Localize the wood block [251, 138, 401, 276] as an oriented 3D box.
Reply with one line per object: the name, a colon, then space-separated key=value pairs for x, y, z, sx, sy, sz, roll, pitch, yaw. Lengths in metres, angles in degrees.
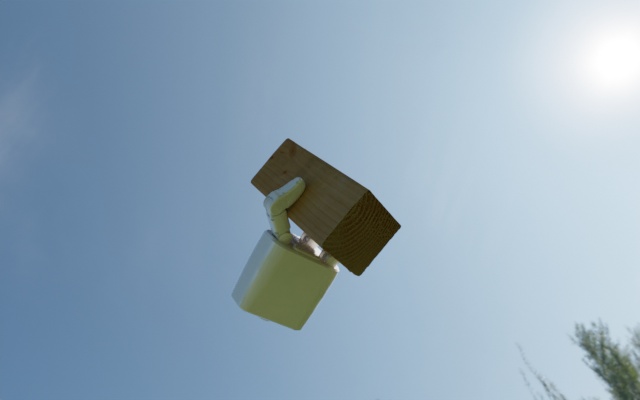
wood block: x=0.000 y=0.002 z=0.660 sx=0.091 sy=0.090 sz=0.206 roll=43 pitch=-4 yaw=-41
